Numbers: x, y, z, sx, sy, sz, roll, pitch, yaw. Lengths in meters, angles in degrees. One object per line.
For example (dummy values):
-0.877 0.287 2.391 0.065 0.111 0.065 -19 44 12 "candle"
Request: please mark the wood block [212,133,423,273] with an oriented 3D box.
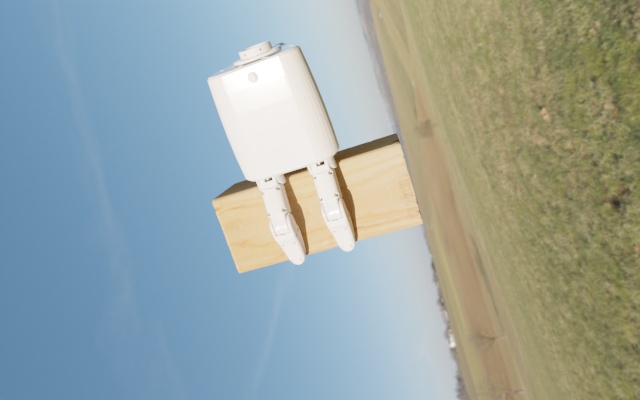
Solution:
0.000 0.001 0.538 0.206 0.090 0.090 -16 12 11 "wood block"
